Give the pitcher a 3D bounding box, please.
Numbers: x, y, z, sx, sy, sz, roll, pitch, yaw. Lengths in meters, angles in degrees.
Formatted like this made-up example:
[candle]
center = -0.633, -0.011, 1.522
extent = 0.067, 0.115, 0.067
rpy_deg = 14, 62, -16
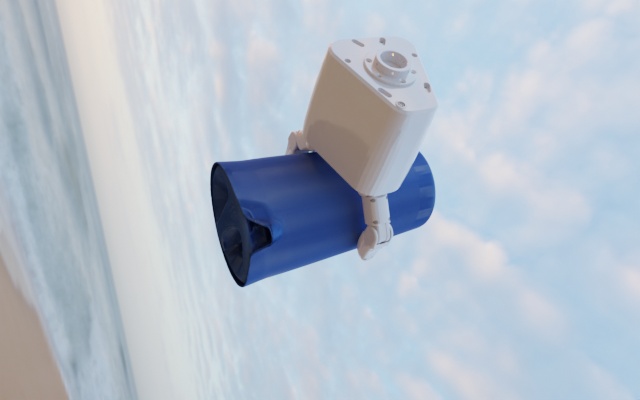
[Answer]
[pitcher]
center = 0.000, 0.002, 0.553
extent = 0.243, 0.149, 0.145
rpy_deg = -12, -34, -24
